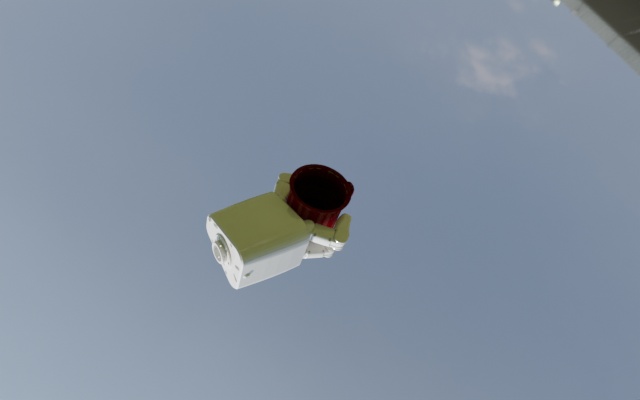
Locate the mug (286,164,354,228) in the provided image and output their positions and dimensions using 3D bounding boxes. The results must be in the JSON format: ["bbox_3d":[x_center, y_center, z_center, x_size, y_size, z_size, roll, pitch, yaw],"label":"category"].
[{"bbox_3d":[0.001,0.002,0.727,0.117,0.093,0.082,-21,-29,-32],"label":"mug"}]
